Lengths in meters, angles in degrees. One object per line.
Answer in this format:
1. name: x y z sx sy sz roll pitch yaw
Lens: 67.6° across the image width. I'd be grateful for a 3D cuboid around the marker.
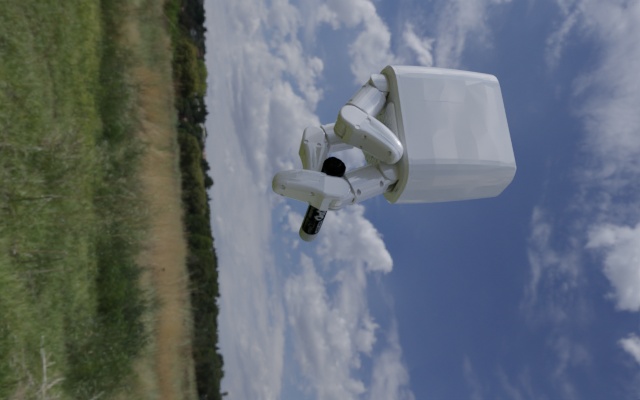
1. marker: 0.000 0.001 0.421 0.020 0.020 0.121 0 -32 -14
